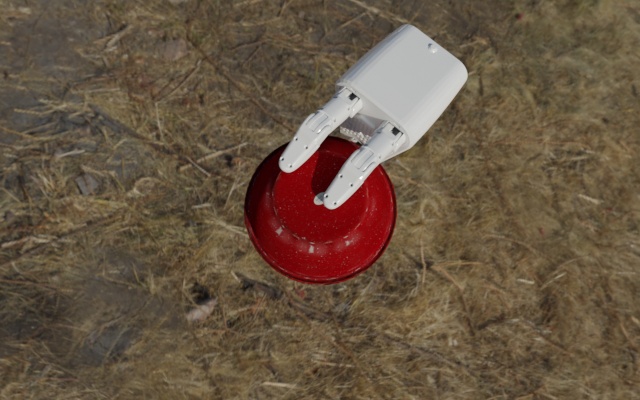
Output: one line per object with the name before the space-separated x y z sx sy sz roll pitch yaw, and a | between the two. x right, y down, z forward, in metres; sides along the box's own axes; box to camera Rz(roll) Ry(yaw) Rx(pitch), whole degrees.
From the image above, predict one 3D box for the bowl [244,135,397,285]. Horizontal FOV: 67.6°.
bowl | -0.001 0.003 0.478 0.162 0.162 0.055 0 -13 0
